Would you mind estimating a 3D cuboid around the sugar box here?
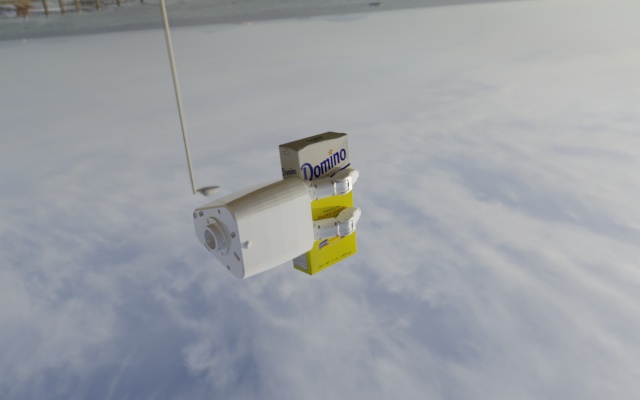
[{"bbox_3d":[0.000,0.002,0.649,0.093,0.176,0.048,-22,27,-38],"label":"sugar box"}]
